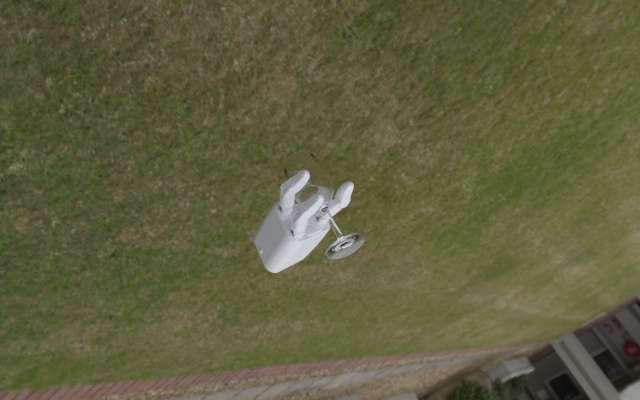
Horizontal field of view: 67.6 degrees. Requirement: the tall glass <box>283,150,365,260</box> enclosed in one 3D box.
[{"bbox_3d":[0.001,0.003,0.848,0.079,0.201,0.079,-21,-30,-13],"label":"tall glass"}]
